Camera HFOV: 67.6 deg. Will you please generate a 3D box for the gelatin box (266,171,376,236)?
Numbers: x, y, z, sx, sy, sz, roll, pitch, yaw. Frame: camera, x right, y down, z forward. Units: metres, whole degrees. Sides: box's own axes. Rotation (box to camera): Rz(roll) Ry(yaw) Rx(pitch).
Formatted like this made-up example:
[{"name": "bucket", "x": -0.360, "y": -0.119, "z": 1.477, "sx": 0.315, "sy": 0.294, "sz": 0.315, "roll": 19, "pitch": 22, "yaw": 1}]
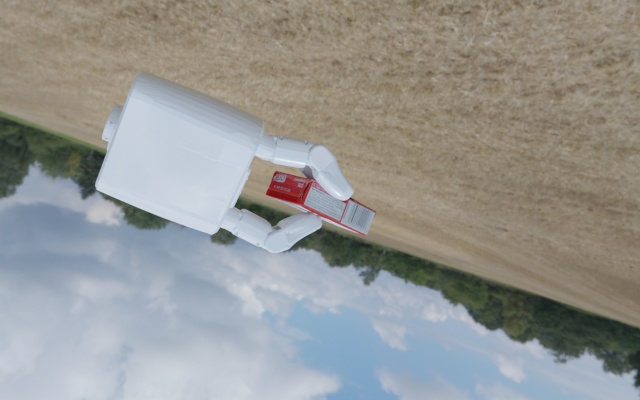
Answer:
[{"name": "gelatin box", "x": 0.000, "y": 0.002, "z": 0.484, "sx": 0.089, "sy": 0.030, "sz": 0.073, "roll": 26, "pitch": -5, "yaw": -32}]
